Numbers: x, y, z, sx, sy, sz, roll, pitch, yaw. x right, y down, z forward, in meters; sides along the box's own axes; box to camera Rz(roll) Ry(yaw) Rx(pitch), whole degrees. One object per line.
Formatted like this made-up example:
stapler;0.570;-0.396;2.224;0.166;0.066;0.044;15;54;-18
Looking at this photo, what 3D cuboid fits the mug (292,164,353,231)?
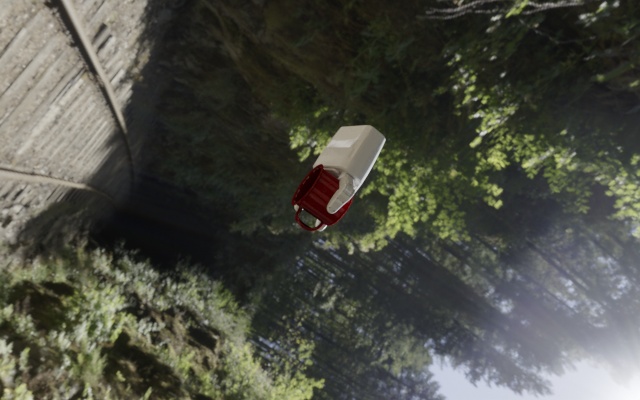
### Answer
mug;0.000;0.004;0.880;0.081;0.117;0.093;36;-17;-15
